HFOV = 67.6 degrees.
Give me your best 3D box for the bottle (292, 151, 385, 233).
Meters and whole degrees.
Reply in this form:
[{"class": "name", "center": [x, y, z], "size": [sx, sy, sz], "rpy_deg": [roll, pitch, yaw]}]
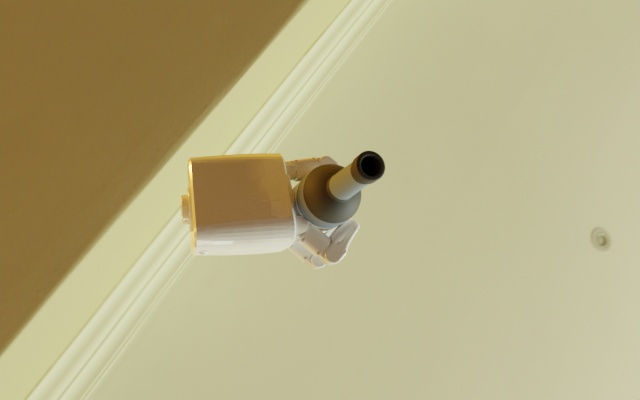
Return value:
[{"class": "bottle", "center": [0.000, 0.002, 0.546], "size": [0.069, 0.069, 0.296], "rpy_deg": [0, -12, -18]}]
